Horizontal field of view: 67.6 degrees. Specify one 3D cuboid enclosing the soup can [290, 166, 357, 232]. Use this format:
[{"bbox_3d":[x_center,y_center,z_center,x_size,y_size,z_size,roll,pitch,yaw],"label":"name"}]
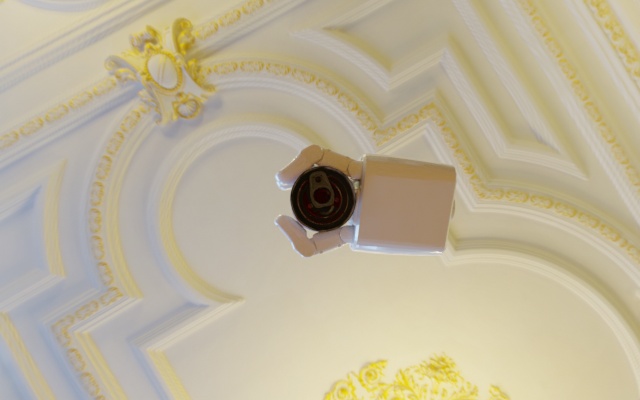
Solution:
[{"bbox_3d":[0.000,0.002,0.534,0.068,0.068,0.102,0,-4,-3],"label":"soup can"}]
